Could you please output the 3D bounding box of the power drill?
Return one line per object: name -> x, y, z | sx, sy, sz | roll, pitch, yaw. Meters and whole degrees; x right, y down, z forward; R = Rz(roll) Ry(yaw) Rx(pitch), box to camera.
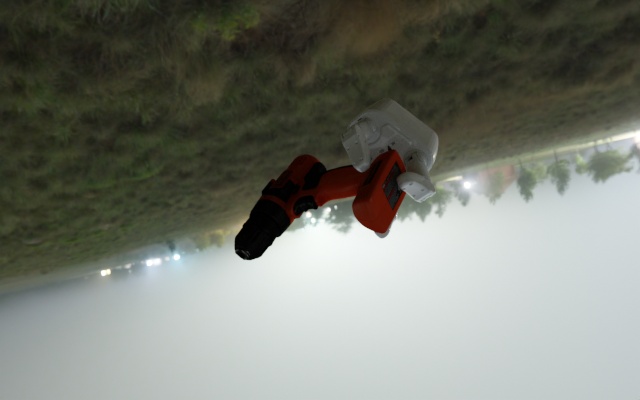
power drill -> 0.001, 0.002, 0.579 | 0.187, 0.057, 0.184 | -2, 40, 37
